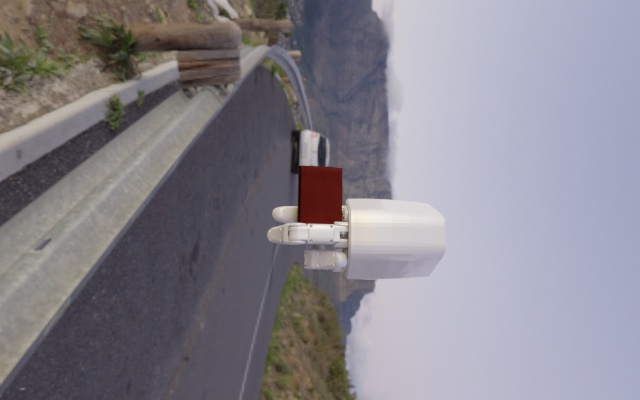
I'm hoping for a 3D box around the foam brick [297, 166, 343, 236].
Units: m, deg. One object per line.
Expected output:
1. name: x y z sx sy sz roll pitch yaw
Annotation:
1. foam brick: 0.000 0.002 0.567 0.051 0.078 0.053 0 -8 2
